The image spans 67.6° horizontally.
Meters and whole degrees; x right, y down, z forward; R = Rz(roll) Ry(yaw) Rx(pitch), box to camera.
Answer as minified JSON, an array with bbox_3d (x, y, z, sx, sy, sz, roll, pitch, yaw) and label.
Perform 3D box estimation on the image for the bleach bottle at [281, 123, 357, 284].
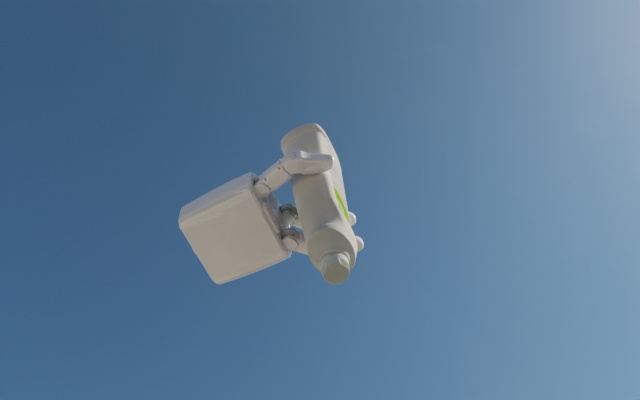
[{"bbox_3d":[0.000,0.002,0.597,0.068,0.103,0.250,-25,33,10],"label":"bleach bottle"}]
